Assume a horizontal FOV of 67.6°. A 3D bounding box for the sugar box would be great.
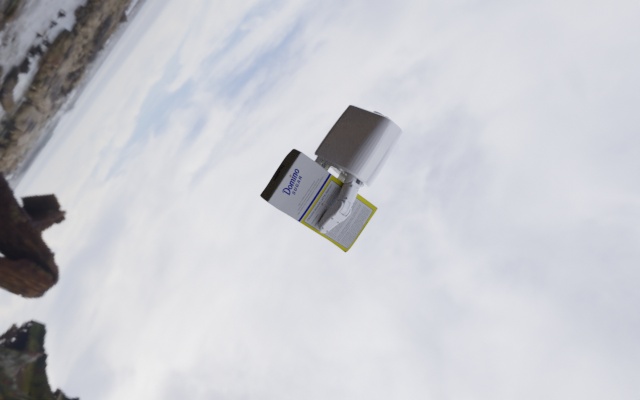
[{"bbox_3d":[0.000,0.002,0.763,0.176,0.093,0.048,35,-2,-28],"label":"sugar box"}]
